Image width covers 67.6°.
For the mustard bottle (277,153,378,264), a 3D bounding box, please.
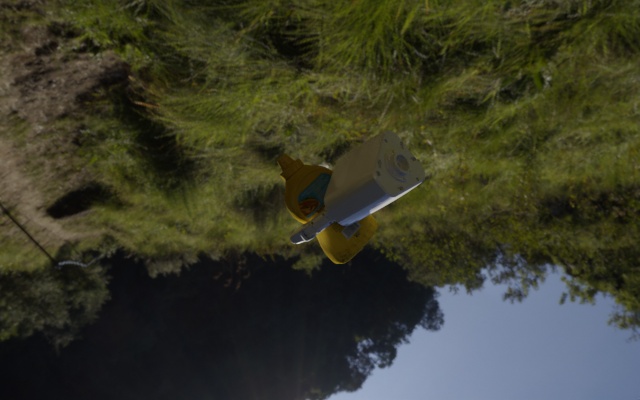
[{"bbox_3d":[0.000,0.003,0.760,0.096,0.191,0.058,-44,9,-19],"label":"mustard bottle"}]
